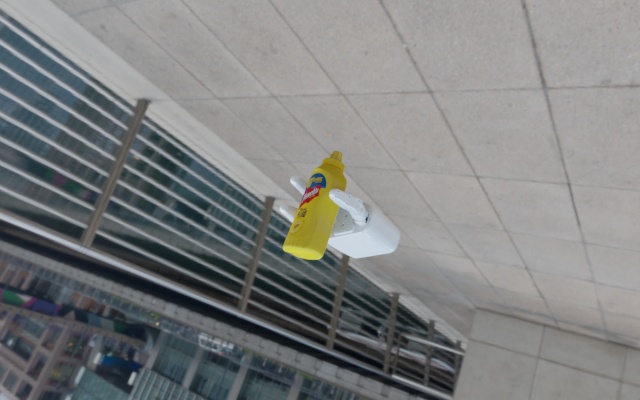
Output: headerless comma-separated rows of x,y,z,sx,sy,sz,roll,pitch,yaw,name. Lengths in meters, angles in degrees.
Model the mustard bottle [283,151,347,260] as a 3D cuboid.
0.000,0.003,0.812,0.058,0.191,0.096,27,-18,-21,mustard bottle
